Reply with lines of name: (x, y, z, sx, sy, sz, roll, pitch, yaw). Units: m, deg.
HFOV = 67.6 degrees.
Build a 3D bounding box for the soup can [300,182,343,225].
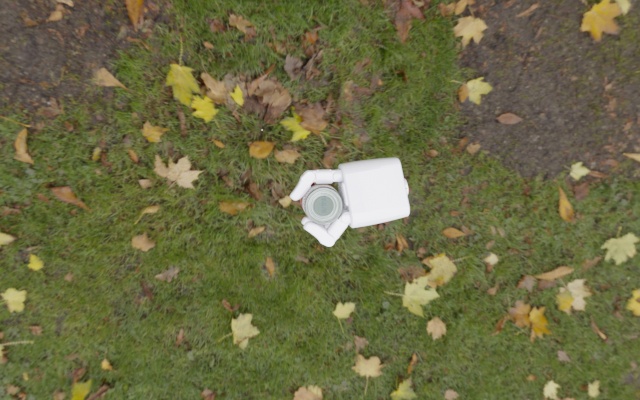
soup can: (0.000, 0.003, 0.860, 0.068, 0.068, 0.102, 0, 8, -7)
